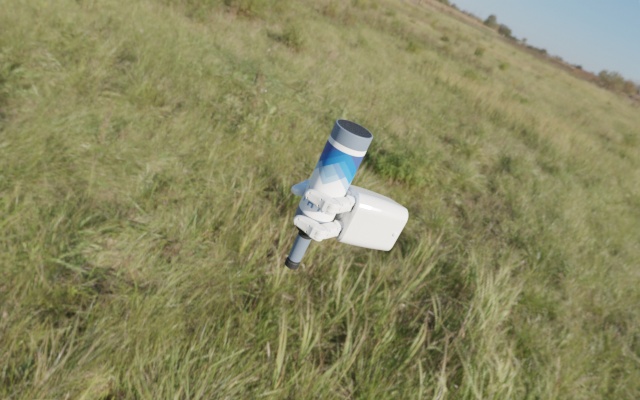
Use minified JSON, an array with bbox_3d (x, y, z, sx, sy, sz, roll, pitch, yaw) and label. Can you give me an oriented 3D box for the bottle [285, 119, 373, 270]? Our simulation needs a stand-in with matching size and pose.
[{"bbox_3d":[0.000,0.003,0.844,0.069,0.296,0.069,20,26,-10],"label":"bottle"}]
